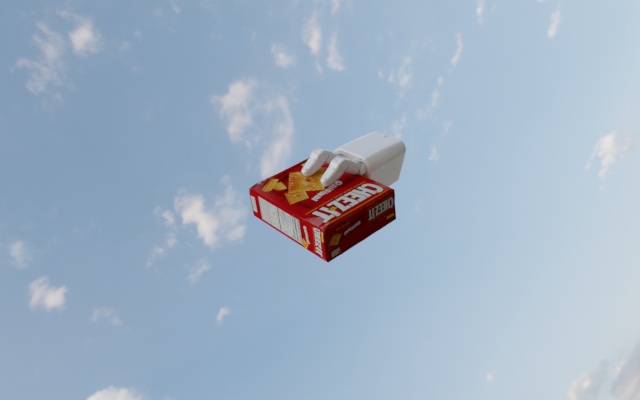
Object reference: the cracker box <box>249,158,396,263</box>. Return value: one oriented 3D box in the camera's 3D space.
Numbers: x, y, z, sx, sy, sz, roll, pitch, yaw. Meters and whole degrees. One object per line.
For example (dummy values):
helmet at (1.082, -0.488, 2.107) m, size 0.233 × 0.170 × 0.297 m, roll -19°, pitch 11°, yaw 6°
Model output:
cracker box at (0.000, 0.003, 0.847) m, size 0.164 × 0.072 × 0.213 m, roll -29°, pitch 37°, yaw -31°
